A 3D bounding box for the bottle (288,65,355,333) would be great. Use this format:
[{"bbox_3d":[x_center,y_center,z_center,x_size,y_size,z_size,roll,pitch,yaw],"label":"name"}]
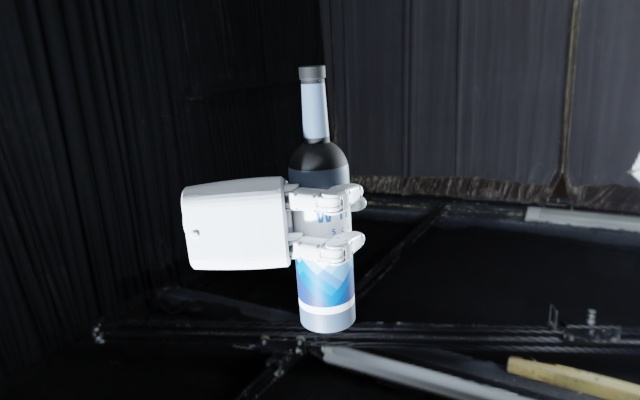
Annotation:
[{"bbox_3d":[0.000,0.002,0.535,0.069,0.296,0.069,-3,17,1],"label":"bottle"}]
